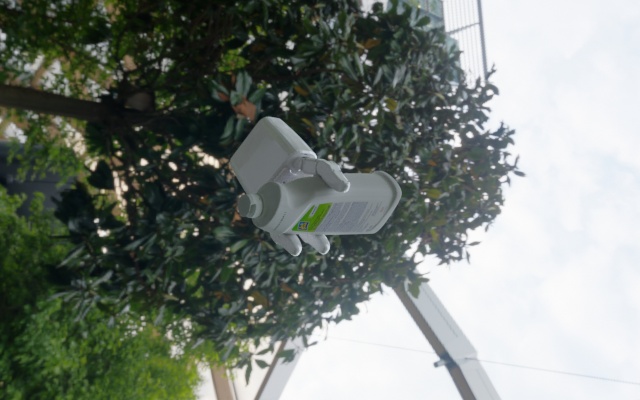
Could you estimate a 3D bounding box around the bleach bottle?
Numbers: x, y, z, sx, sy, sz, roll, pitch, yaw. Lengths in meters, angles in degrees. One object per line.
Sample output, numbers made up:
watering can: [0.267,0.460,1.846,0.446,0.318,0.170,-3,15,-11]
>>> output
bleach bottle: [0.000,0.002,0.680,0.251,0.103,0.068,2,37,-42]
